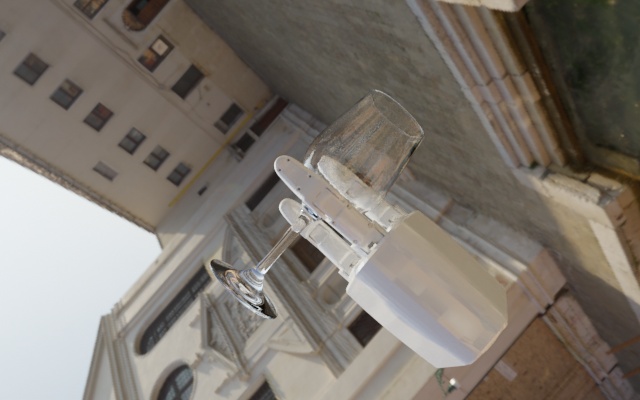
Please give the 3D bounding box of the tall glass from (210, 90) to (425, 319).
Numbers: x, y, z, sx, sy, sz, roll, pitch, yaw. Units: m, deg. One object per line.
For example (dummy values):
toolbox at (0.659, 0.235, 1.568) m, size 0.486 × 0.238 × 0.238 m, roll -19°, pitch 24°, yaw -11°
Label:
tall glass at (-0.001, 0.002, 0.408) m, size 0.079 × 0.201 × 0.079 m, roll 41°, pitch 0°, yaw 0°
